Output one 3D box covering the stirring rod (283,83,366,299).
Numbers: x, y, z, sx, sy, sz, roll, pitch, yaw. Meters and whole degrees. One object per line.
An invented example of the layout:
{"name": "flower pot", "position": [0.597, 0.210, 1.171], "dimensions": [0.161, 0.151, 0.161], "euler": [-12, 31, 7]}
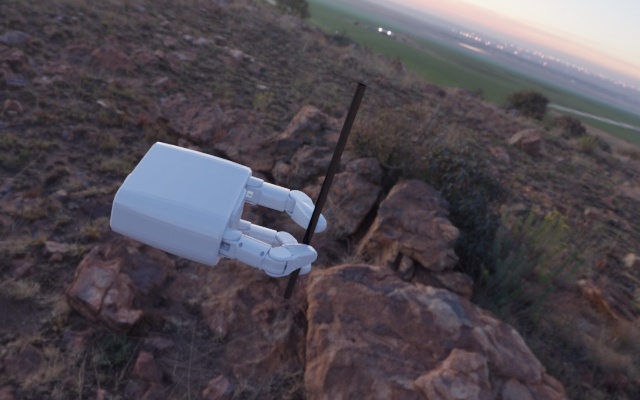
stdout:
{"name": "stirring rod", "position": [0.000, 0.002, 0.469], "dimensions": [0.011, 0.240, 0.011], "euler": [16, 25, -8]}
